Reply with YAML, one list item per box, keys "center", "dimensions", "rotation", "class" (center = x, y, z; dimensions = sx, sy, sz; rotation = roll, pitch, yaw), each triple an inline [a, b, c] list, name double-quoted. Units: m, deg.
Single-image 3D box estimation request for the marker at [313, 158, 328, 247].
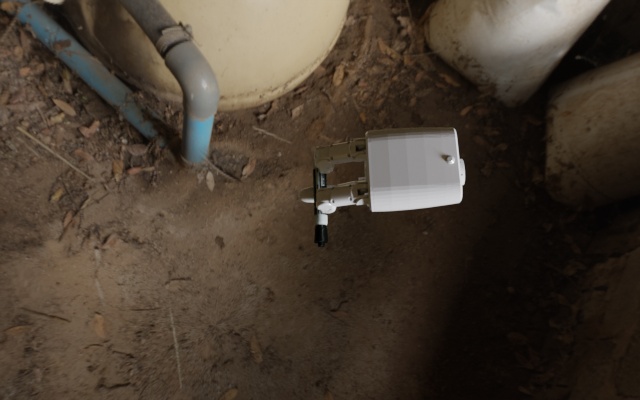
- center: [0.000, 0.002, 0.639]
  dimensions: [0.020, 0.121, 0.020]
  rotation: [-1, -14, 0]
  class: "marker"
